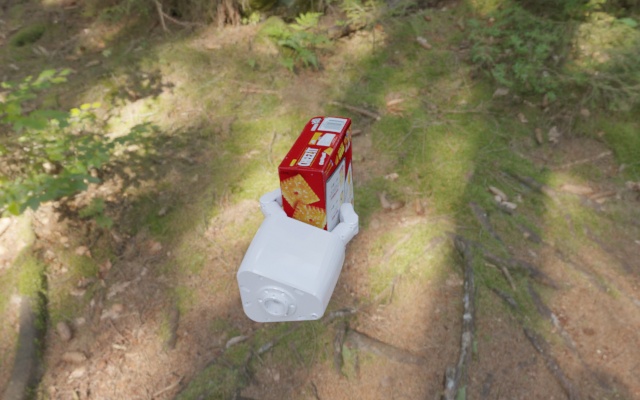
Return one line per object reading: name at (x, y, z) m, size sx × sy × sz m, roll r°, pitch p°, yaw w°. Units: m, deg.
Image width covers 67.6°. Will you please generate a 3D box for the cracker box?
cracker box at (0.000, 0.002, 0.727) m, size 0.072 × 0.214 × 0.164 m, roll 6°, pitch 36°, yaw 14°
